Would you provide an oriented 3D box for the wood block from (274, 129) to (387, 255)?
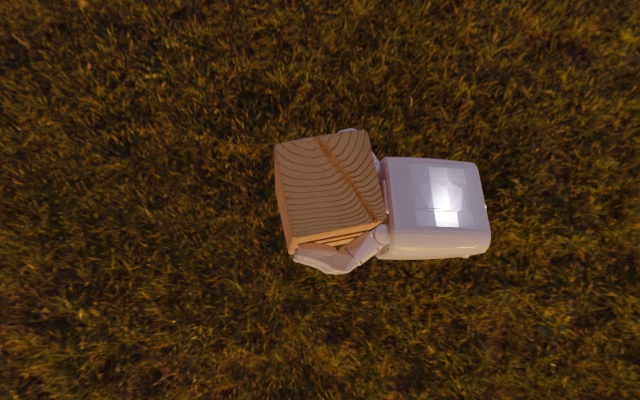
[{"bbox_3d":[0.000,0.001,0.532,0.090,0.091,0.206,-11,-10,-7],"label":"wood block"}]
